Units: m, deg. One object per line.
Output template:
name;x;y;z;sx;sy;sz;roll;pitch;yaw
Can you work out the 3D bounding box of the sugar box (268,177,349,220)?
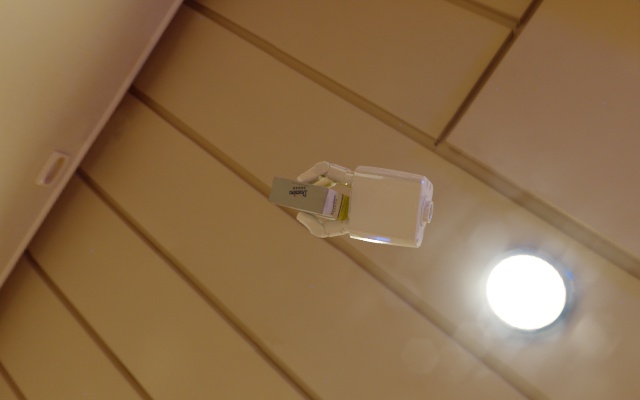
sugar box;0.000;0.002;0.766;0.093;0.048;0.176;12;-5;23
